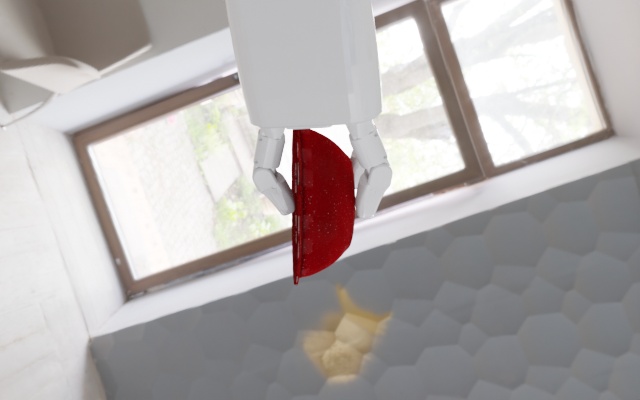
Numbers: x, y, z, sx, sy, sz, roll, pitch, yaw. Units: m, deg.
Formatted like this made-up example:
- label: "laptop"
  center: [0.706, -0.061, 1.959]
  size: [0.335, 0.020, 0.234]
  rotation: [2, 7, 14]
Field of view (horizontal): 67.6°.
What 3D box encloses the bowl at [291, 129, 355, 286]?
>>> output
- label: "bowl"
  center: [0.000, 0.002, 0.470]
  size: [0.055, 0.162, 0.162]
  rotation: [0, 0, -5]
